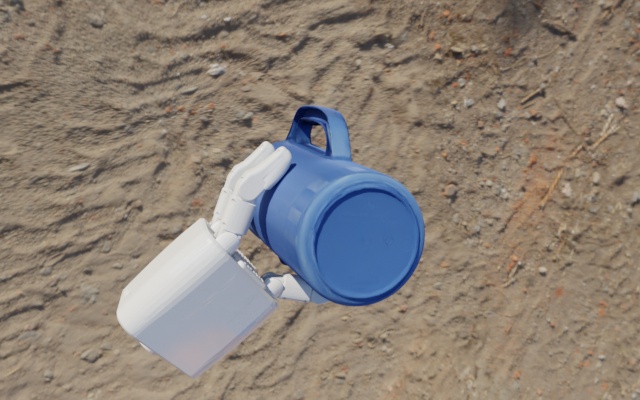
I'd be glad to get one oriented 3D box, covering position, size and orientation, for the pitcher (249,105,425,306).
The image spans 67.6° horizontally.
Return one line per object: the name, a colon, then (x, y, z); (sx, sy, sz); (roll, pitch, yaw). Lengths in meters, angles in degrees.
pitcher: (0.000, 0.002, 0.472); (0.145, 0.149, 0.243); (-40, 19, -8)
